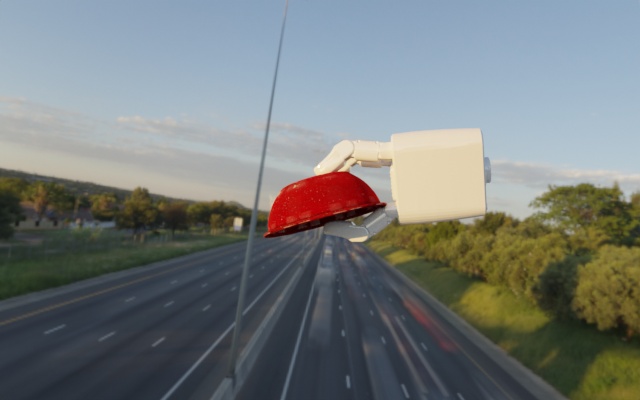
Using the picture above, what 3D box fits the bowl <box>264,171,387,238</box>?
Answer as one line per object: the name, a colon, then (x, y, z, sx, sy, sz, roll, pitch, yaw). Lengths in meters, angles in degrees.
bowl: (-0.001, 0.002, 0.610, 0.162, 0.055, 0.162, -15, -6, -2)
